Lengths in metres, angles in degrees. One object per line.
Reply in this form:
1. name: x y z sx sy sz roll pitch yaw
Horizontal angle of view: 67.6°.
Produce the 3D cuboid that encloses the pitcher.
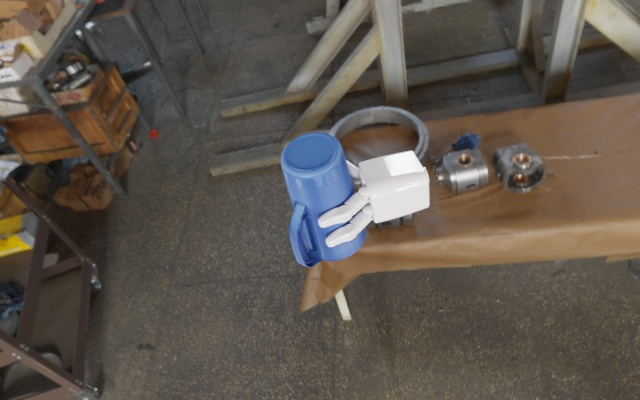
1. pitcher: 0.000 0.003 0.882 0.145 0.149 0.243 -15 -42 1
